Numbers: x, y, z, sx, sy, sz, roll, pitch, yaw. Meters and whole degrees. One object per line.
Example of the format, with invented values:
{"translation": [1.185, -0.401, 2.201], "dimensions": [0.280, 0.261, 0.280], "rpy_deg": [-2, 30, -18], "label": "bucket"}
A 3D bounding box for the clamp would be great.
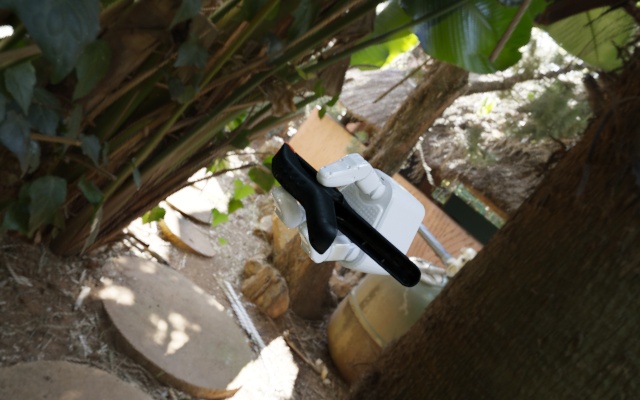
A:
{"translation": [0.000, 0.001, 0.483], "dimensions": [0.210, 0.036, 0.164], "rpy_deg": [48, 13, 34], "label": "clamp"}
